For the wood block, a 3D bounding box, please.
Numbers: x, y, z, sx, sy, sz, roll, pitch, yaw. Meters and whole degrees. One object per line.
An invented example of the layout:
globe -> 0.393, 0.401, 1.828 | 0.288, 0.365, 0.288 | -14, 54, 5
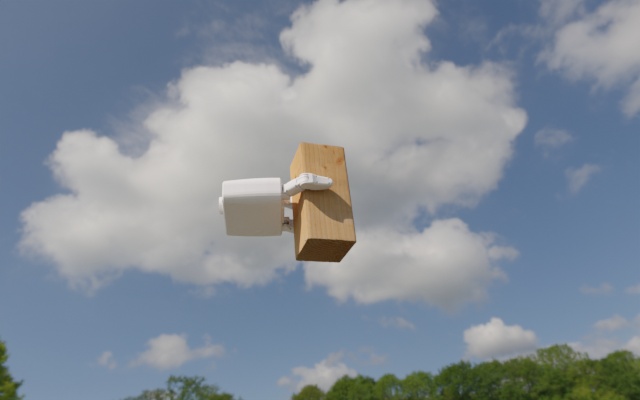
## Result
wood block -> 0.000, 0.003, 0.895 | 0.090, 0.206, 0.091 | 5, -33, -17
